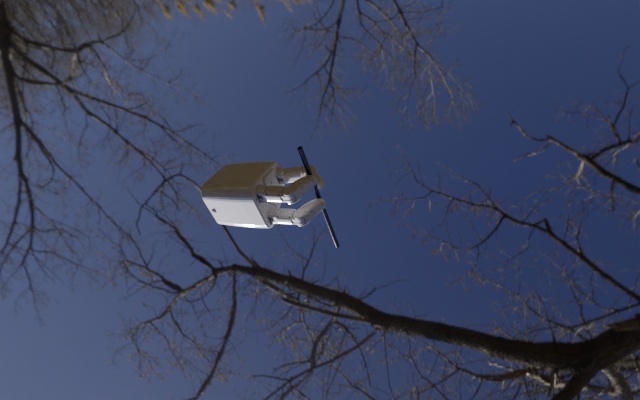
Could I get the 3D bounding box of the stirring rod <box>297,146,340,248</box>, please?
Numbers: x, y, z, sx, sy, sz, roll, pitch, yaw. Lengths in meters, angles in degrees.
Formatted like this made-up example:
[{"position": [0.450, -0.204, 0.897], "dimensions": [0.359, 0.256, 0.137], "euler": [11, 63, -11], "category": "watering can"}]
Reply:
[{"position": [0.000, 0.003, 0.811], "dimensions": [0.011, 0.011, 0.240], "euler": [0, -44, 21], "category": "stirring rod"}]
